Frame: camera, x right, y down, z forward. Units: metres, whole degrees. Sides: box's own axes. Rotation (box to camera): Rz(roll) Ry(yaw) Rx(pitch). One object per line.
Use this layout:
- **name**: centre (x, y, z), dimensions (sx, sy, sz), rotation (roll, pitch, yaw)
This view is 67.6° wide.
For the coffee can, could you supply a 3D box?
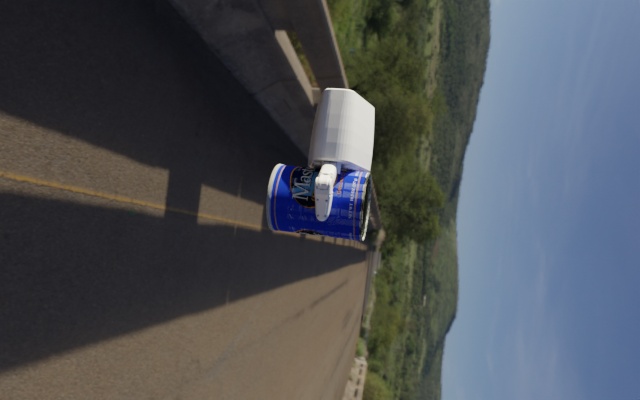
- **coffee can**: centre (0.000, 0.003, 0.717), dimensions (0.140, 0.103, 0.103), rotation (6, 1, 11)
